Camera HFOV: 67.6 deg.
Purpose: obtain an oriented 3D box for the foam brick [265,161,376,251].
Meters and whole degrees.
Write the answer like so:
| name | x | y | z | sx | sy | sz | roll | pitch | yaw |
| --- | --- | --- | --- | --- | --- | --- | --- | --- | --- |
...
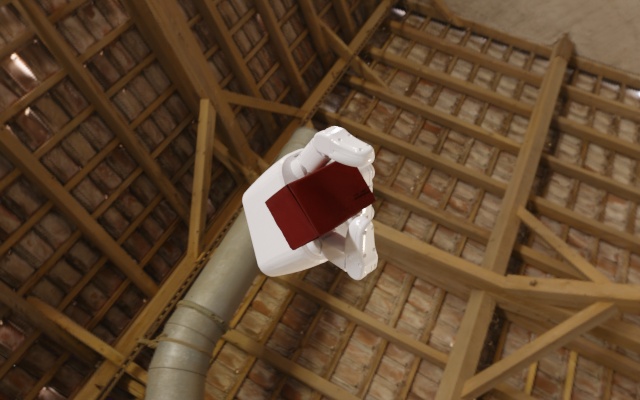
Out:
| name | x | y | z | sx | sy | sz | roll | pitch | yaw |
| --- | --- | --- | --- | --- | --- | --- | --- | --- | --- |
| foam brick | 0.000 | 0.001 | 0.430 | 0.078 | 0.053 | 0.051 | -29 | -2 | -37 |
